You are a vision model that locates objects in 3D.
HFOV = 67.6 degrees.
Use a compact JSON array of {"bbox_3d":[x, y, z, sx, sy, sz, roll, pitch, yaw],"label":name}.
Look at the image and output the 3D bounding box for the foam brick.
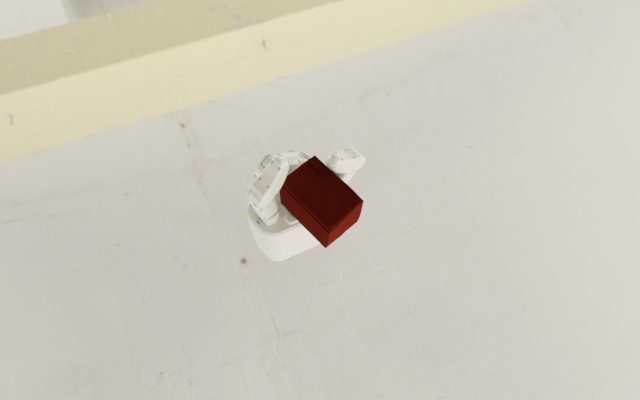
[{"bbox_3d":[0.000,0.002,0.513,0.053,0.078,0.051,-39,-19,-19],"label":"foam brick"}]
